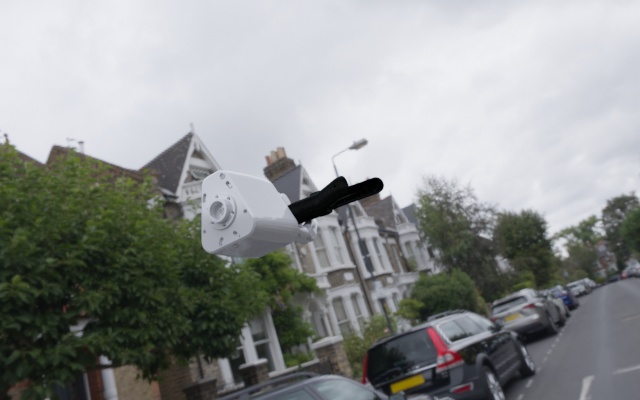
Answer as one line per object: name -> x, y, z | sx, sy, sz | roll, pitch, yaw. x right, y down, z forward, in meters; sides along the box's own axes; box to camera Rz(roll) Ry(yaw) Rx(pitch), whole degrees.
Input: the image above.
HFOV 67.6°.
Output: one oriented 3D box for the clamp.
clamp -> 0.000, 0.002, 0.705 | 0.171, 0.039, 0.120 | -26, -19, 23
